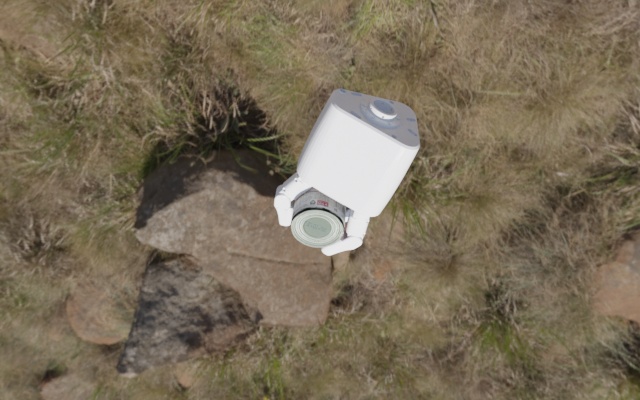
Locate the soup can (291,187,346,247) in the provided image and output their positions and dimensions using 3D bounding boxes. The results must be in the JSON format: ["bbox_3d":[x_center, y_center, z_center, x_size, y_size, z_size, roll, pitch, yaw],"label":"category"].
[{"bbox_3d":[0.000,0.003,0.619,0.068,0.069,0.102,0,41,6],"label":"soup can"}]
